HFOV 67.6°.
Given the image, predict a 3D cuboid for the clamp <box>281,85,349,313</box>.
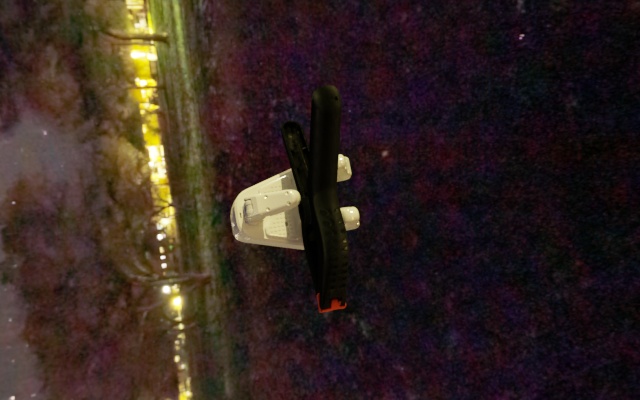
[{"bbox_3d":[-0.001,0.002,0.458,0.036,0.210,0.164,-8,-7,-14],"label":"clamp"}]
